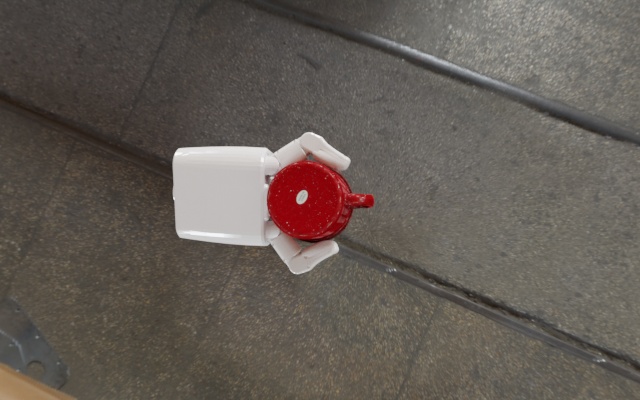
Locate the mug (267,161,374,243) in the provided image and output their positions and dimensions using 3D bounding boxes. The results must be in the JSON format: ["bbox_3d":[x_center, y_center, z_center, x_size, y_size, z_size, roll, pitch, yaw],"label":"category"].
[{"bbox_3d":[0.001,0.002,0.525,0.117,0.093,0.081,2,-3,7],"label":"mug"}]
